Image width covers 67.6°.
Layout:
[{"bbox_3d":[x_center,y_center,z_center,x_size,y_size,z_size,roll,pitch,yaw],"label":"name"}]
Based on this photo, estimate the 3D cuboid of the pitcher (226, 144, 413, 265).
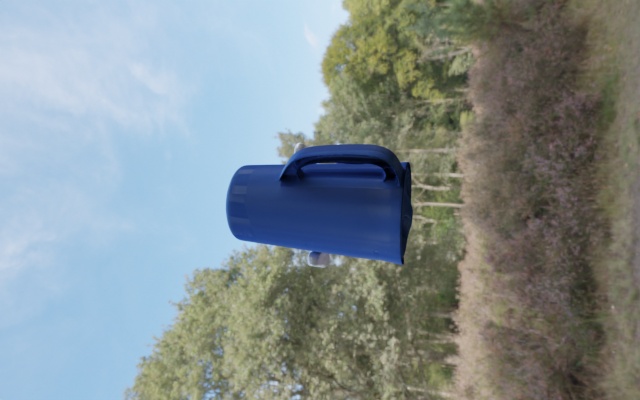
[{"bbox_3d":[0.000,0.002,0.640,0.243,0.149,0.145,4,3,14],"label":"pitcher"}]
